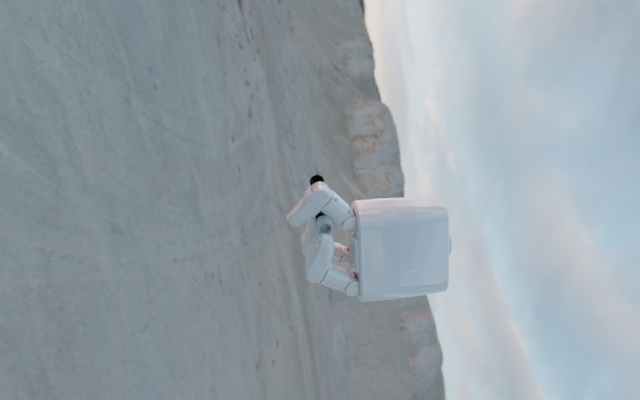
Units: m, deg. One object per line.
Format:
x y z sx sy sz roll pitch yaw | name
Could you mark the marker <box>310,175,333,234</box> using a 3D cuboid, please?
0.000 0.002 0.578 0.020 0.020 0.121 0 30 -6 | marker
